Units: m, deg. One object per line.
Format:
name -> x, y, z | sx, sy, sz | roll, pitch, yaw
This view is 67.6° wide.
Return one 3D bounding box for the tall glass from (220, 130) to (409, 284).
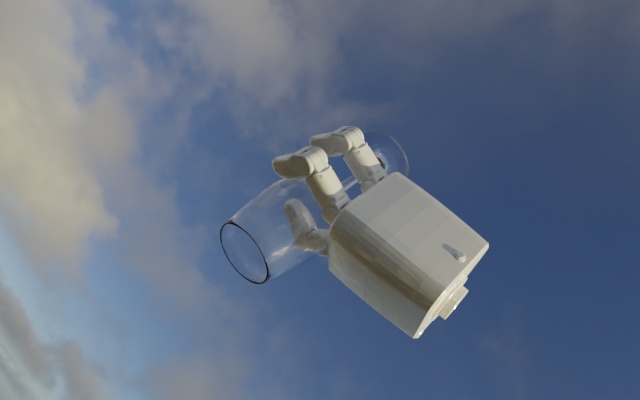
tall glass -> 0.000, 0.001, 0.465 | 0.079, 0.079, 0.201 | 0, 26, 48
